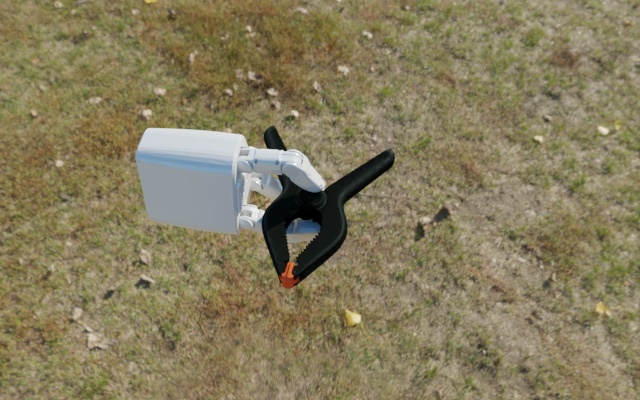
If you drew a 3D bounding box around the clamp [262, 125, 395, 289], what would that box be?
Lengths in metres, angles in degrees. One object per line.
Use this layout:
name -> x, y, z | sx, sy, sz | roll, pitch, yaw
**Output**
clamp -> 0.000, 0.002, 0.542 | 0.164, 0.209, 0.036 | 6, -35, 3
